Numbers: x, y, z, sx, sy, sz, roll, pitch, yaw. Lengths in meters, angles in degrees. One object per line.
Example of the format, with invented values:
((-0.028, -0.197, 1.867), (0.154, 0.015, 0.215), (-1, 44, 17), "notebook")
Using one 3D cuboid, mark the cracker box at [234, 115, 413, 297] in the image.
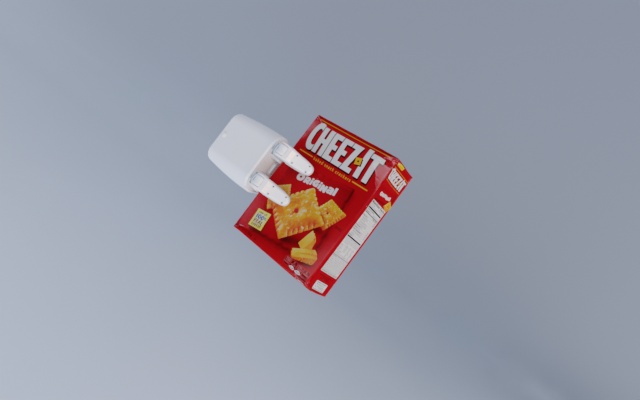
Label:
((0.000, 0.002, 0.692), (0.164, 0.213, 0.072), (35, -3, 34), "cracker box")
